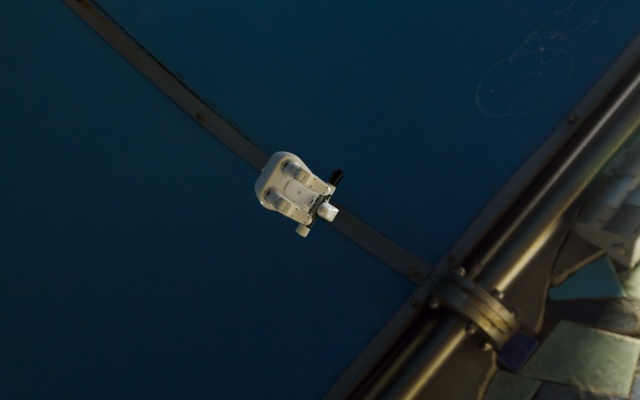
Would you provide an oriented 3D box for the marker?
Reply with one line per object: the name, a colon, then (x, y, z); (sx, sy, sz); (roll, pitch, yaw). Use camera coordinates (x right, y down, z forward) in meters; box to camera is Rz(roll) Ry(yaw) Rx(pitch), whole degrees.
marker: (0.000, 0.002, 0.759); (0.020, 0.121, 0.020); (32, 1, -1)
